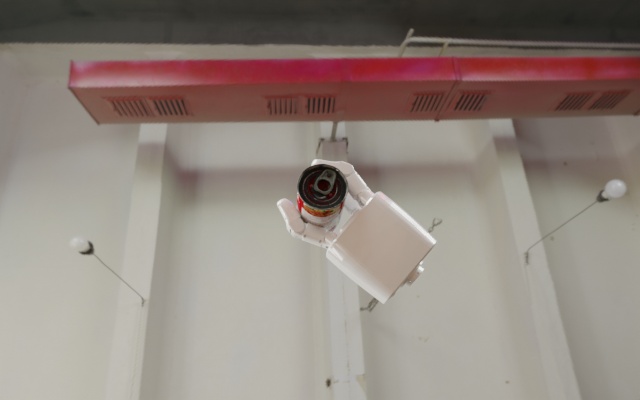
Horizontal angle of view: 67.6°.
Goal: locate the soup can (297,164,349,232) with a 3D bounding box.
[{"bbox_3d":[0.000,0.002,0.672,0.068,0.068,0.102,0,-25,-4],"label":"soup can"}]
